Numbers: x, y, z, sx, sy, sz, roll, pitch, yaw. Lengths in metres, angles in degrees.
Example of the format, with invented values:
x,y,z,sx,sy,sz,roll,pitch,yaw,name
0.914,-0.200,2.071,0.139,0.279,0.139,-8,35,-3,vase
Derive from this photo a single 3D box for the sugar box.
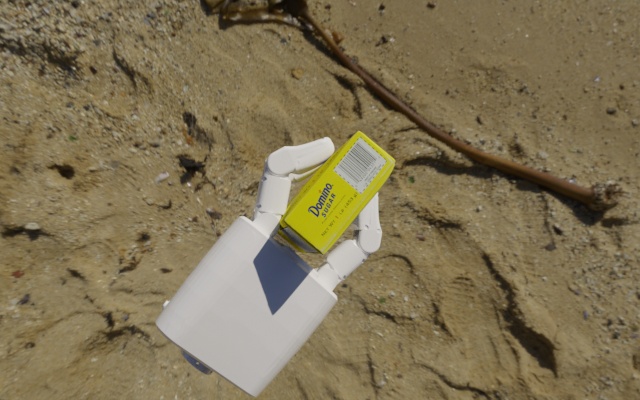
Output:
x,y,z,sx,sy,sz,roll,pitch,yaw,name
0.000,0.001,0.436,0.048,0.093,0.176,41,-12,-6,sugar box
